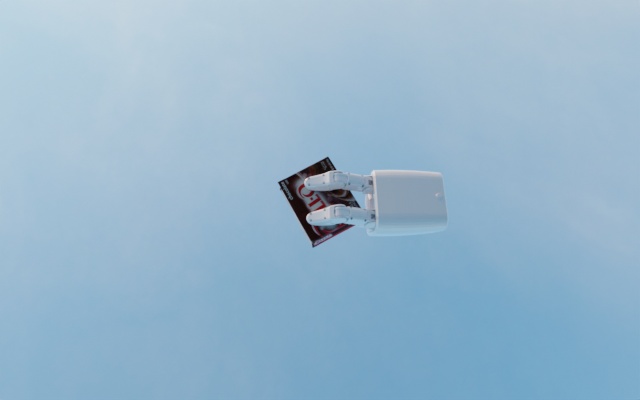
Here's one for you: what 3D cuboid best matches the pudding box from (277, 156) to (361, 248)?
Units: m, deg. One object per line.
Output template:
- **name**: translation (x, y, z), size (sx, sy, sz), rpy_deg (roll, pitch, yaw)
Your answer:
- **pudding box**: translation (0.000, 0.002, 0.727), size (0.090, 0.113, 0.039), rpy_deg (-28, -21, -10)
